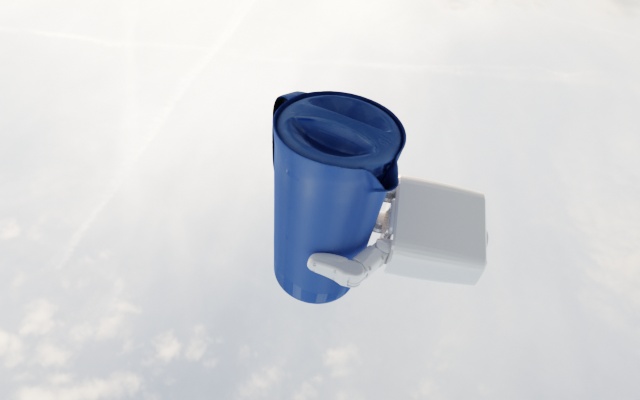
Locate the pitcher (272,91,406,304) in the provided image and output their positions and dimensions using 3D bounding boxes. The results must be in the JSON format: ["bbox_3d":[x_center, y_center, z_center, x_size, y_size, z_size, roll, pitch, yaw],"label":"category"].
[{"bbox_3d":[0.000,0.002,0.554,0.145,0.243,0.149,10,43,0],"label":"pitcher"}]
